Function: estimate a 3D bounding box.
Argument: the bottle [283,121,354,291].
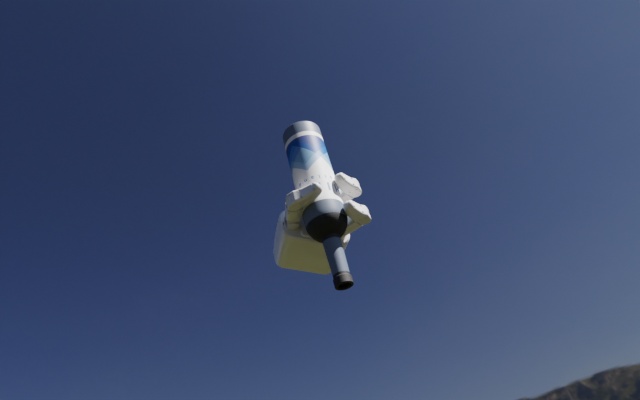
[{"bbox_3d":[0.000,0.002,0.746,0.069,0.295,0.069,-11,-35,-8],"label":"bottle"}]
